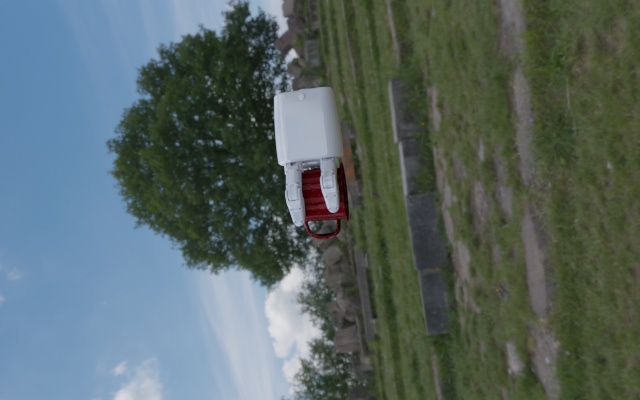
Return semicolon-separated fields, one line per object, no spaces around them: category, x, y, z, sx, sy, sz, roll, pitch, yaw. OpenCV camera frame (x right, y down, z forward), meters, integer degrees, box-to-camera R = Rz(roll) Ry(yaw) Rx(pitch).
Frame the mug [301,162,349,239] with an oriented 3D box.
mug;0.000;0.004;0.748;0.081;0.117;0.093;-6;-4;7
